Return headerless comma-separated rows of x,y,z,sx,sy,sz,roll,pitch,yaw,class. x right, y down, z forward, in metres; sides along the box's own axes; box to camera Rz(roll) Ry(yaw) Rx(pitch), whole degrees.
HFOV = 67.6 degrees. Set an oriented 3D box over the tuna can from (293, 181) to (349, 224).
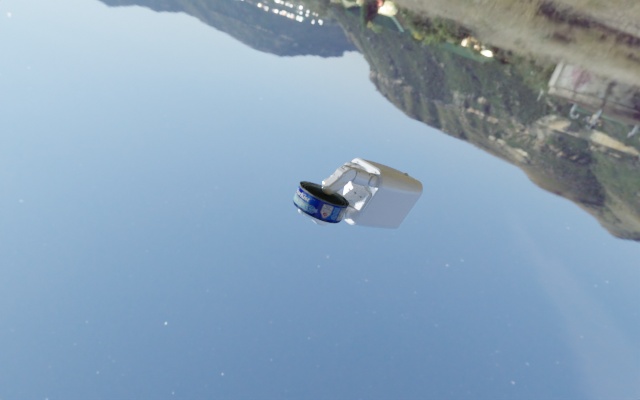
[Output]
0.000,0.003,0.759,0.086,0.034,0.086,22,14,-6,tuna can
